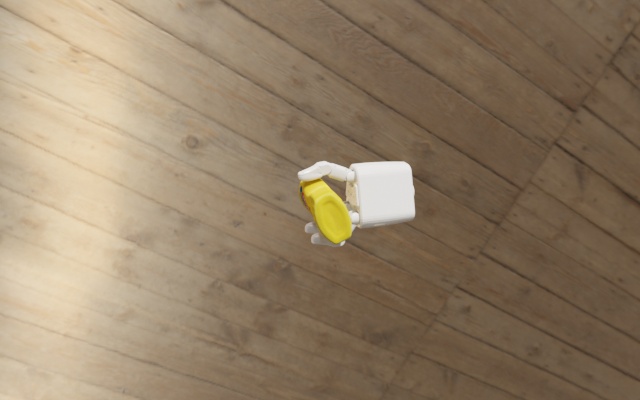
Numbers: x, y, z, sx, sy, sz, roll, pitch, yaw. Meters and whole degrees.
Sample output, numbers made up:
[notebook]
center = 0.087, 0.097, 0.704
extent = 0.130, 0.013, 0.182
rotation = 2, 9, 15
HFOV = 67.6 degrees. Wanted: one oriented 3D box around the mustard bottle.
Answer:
[mustard bottle]
center = 0.000, 0.003, 0.873
extent = 0.058, 0.096, 0.191
rotation = -28, 22, -4
